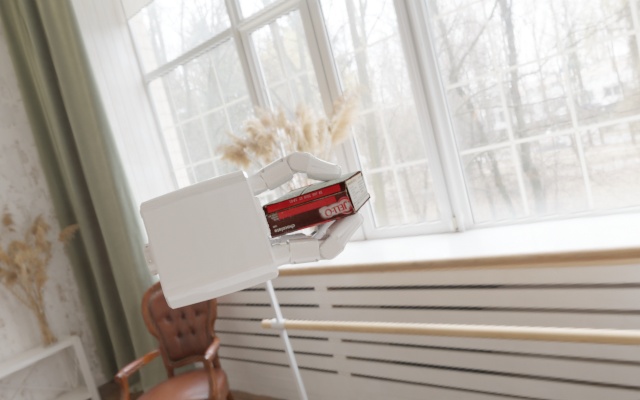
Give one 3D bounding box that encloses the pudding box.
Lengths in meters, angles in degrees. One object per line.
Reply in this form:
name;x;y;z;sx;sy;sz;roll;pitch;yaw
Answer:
pudding box;0.000;0.002;0.507;0.090;0.039;0.113;-16;6;15
